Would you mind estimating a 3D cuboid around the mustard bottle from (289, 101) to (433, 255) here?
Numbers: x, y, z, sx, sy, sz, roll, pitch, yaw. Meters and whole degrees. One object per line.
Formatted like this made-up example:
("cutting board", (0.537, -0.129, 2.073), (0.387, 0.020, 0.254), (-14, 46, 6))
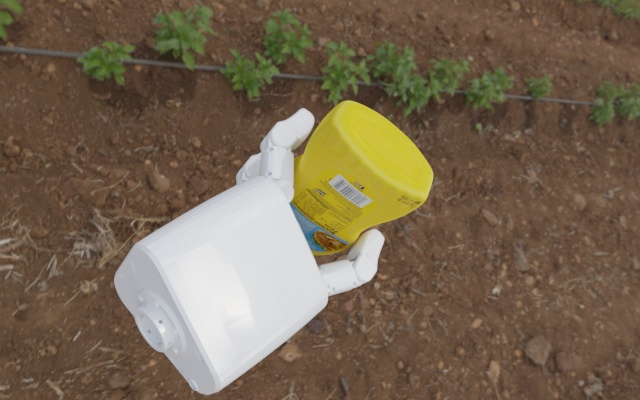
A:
("mustard bottle", (0.000, 0.001, 0.419), (0.096, 0.058, 0.192), (37, -40, -13))
